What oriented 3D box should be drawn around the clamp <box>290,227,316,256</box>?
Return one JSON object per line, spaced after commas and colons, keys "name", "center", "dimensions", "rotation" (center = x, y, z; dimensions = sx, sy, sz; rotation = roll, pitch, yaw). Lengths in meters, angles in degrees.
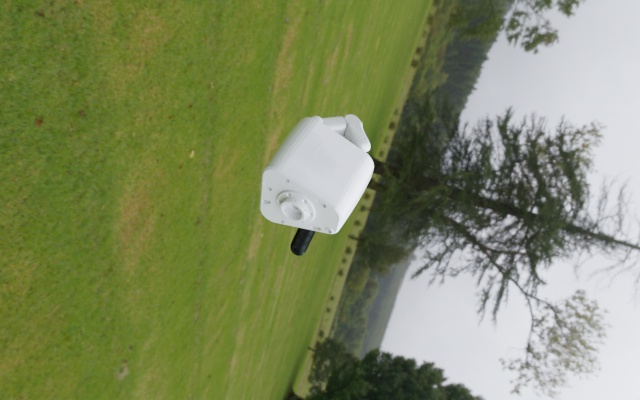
{"name": "clamp", "center": [0.001, 0.002, 0.699], "dimensions": [0.039, 0.172, 0.120], "rotation": [23, 47, 15]}
